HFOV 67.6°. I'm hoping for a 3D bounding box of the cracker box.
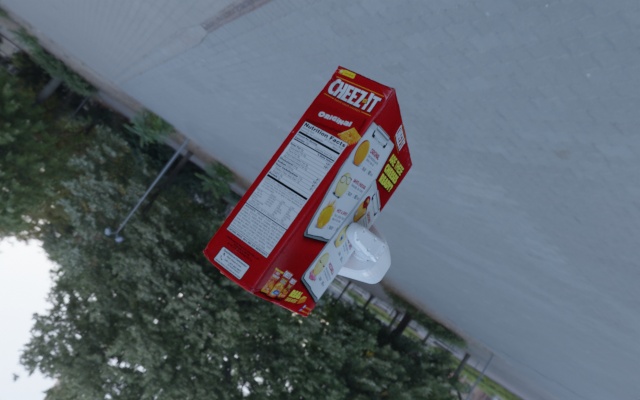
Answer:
[{"bbox_3d":[0.000,0.002,0.479,0.072,0.213,0.164,31,-9,24],"label":"cracker box"}]
